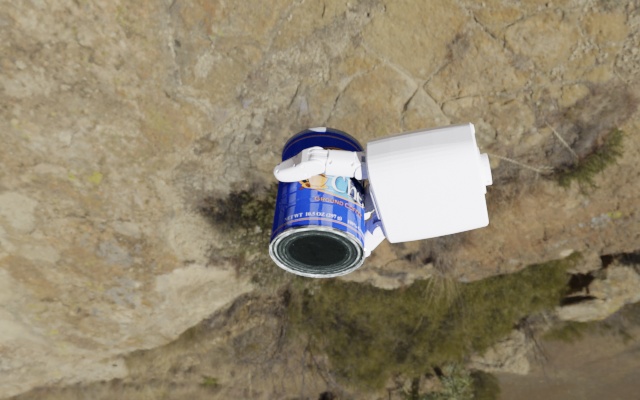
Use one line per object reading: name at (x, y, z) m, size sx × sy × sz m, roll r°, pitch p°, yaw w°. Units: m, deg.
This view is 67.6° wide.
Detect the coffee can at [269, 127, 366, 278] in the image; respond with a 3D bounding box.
coffee can at (0.000, 0.002, 0.545) m, size 0.103 × 0.140 × 0.103 m, roll 2°, pitch -37°, yaw 2°
